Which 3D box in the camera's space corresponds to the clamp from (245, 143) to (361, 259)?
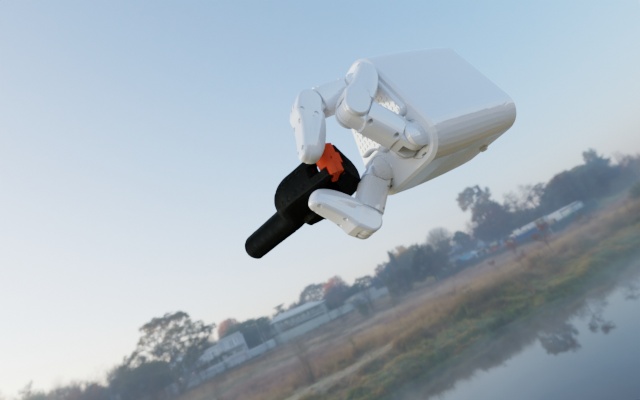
[{"bbox_3d":[0.000,0.001,0.448,0.120,0.039,0.171,-21,-16,-30],"label":"clamp"}]
